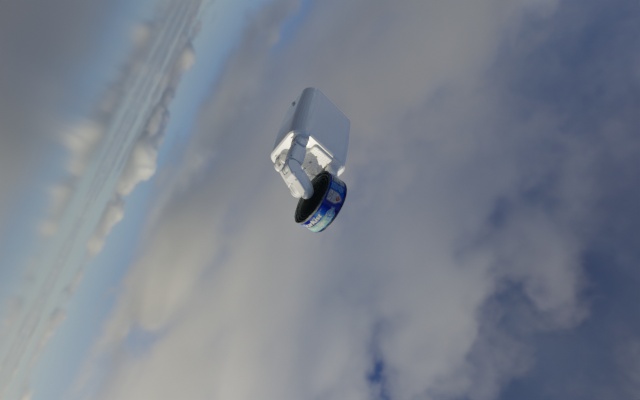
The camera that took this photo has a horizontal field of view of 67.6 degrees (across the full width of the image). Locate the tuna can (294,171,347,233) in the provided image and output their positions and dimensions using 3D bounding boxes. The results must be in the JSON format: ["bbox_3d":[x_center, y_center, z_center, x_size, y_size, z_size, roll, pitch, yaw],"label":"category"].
[{"bbox_3d":[0.001,0.003,0.684,0.034,0.086,0.086,31,-12,-20],"label":"tuna can"}]
